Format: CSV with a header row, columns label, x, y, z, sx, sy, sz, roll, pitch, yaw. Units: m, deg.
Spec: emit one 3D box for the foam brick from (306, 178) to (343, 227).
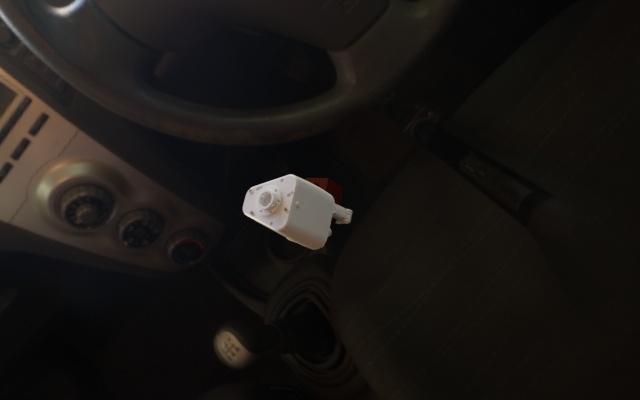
label,x,y,z,sx,sy,sz,roll,pitch,yaw
foam brick,0.000,0.003,0.859,0.053,0.078,0.051,2,-17,37
